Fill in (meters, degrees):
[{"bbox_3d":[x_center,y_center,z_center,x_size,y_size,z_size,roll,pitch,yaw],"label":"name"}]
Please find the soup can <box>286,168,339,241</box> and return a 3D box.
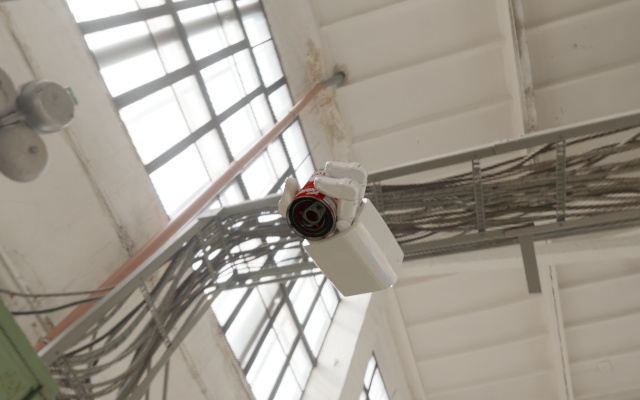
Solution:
[{"bbox_3d":[0.000,0.002,0.678,0.068,0.068,0.102,0,27,19],"label":"soup can"}]
